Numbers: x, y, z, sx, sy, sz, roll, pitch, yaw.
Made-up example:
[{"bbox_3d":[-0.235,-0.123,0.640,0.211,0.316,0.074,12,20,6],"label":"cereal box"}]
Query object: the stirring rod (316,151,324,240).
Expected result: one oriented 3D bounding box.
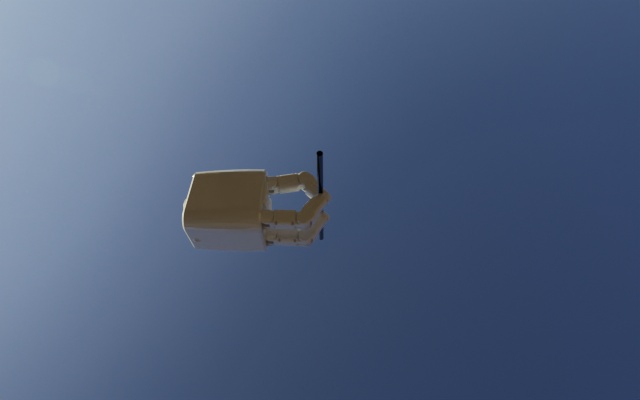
[{"bbox_3d":[0.000,0.002,0.684,0.011,0.011,0.240,0,-30,1],"label":"stirring rod"}]
